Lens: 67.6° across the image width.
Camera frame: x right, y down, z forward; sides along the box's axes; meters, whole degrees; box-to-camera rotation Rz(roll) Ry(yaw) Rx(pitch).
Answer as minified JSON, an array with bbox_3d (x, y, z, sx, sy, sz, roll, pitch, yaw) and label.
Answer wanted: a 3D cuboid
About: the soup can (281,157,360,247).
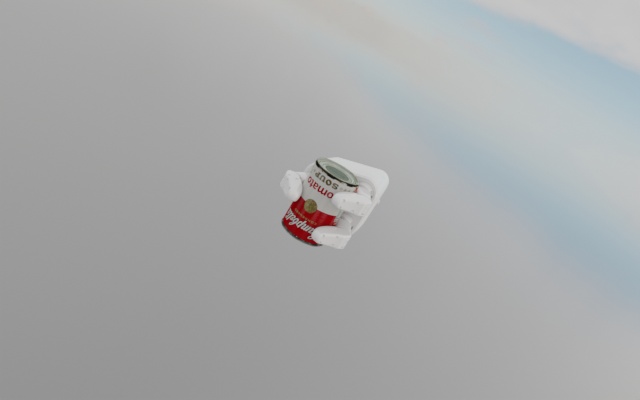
[{"bbox_3d":[0.000,0.002,0.644,0.068,0.102,0.068,27,20,-11],"label":"soup can"}]
